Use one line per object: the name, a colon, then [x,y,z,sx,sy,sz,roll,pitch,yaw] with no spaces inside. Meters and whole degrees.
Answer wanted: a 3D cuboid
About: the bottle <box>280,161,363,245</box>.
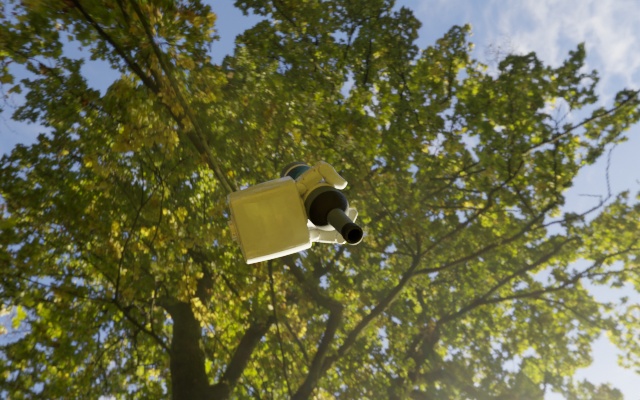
bottle: [0.000,0.002,0.774,0.069,0.069,0.295,0,18,-19]
